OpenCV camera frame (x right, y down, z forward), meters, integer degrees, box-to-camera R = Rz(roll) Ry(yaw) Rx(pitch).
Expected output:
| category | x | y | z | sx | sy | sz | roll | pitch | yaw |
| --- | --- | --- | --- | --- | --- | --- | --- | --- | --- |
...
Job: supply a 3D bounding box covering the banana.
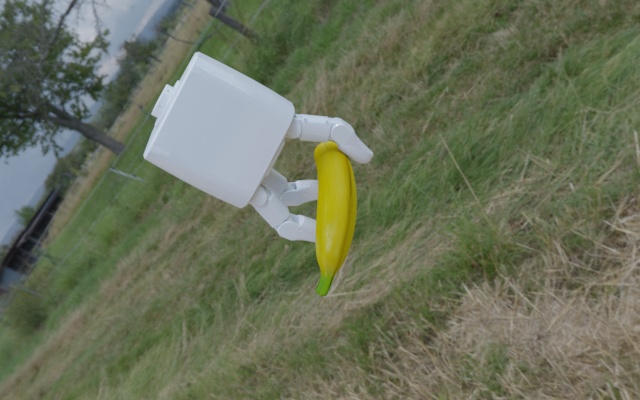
| category | x | y | z | sx | sy | sz | roll | pitch | yaw |
| --- | --- | --- | --- | --- | --- | --- | --- | --- | --- |
| banana | 0.010 | -0.006 | 0.488 | 0.037 | 0.197 | 0.070 | 22 | -44 | -22 |
